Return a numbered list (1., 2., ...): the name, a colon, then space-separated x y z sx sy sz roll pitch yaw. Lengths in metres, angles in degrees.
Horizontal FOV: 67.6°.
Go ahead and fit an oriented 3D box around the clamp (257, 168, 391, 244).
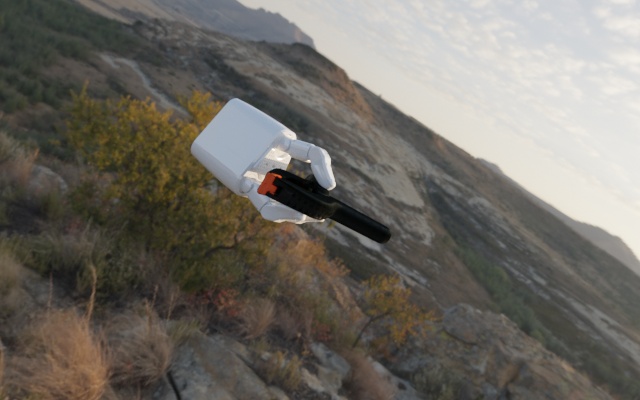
1. clamp: 0.000 0.001 0.617 0.164 0.036 0.210 35 10 25
